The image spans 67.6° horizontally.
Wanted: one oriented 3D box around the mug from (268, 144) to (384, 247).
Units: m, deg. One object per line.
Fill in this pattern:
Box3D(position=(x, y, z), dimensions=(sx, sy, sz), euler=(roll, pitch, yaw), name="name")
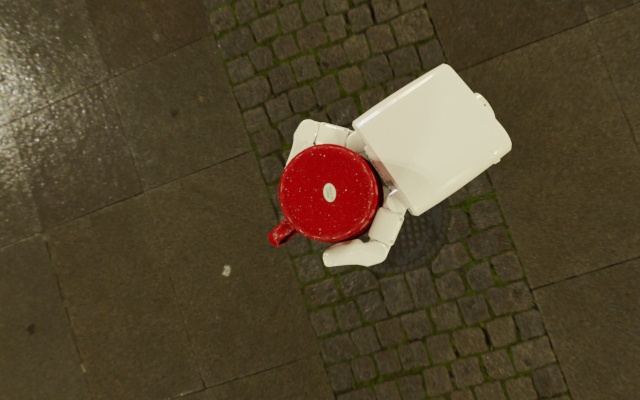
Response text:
Box3D(position=(-0.001, 0.002, 0.428), dimensions=(0.117, 0.093, 0.081), euler=(-36, -6, 5), name="mug")
